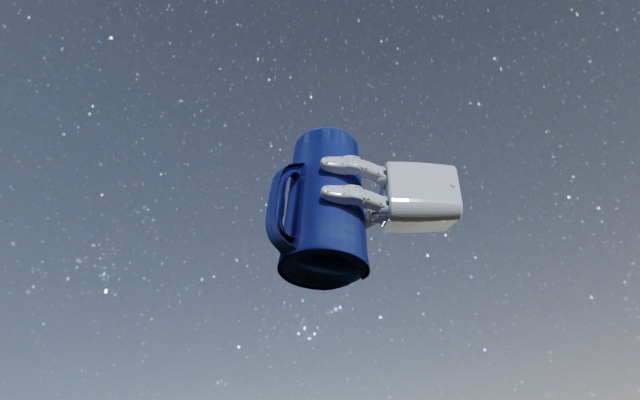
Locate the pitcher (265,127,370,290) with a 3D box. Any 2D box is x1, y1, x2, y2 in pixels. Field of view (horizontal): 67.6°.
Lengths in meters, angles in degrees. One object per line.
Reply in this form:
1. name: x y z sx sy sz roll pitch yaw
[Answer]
1. pitcher: 0.000 0.002 0.738 0.145 0.242 0.149 0 -34 1
